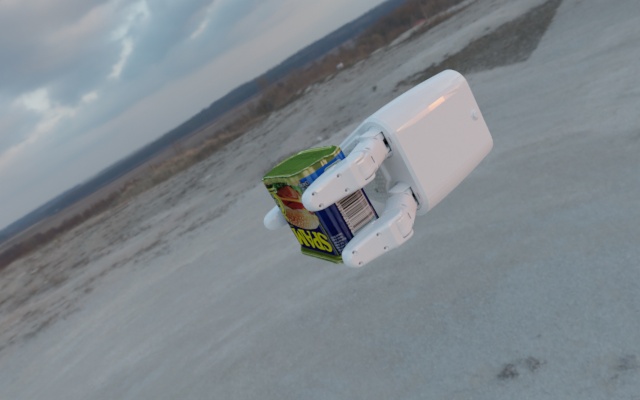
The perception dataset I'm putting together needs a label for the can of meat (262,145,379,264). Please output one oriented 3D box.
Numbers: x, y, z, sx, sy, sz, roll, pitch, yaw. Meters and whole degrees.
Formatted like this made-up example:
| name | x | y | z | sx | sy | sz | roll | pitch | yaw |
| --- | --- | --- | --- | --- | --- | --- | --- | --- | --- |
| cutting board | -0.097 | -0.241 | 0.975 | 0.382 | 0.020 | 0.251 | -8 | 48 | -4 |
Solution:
| name | x | y | z | sx | sy | sz | roll | pitch | yaw |
| --- | --- | --- | --- | --- | --- | --- | --- | --- | --- |
| can of meat | 0.000 | 0.001 | 0.419 | 0.057 | 0.084 | 0.102 | -36 | 16 | -21 |
